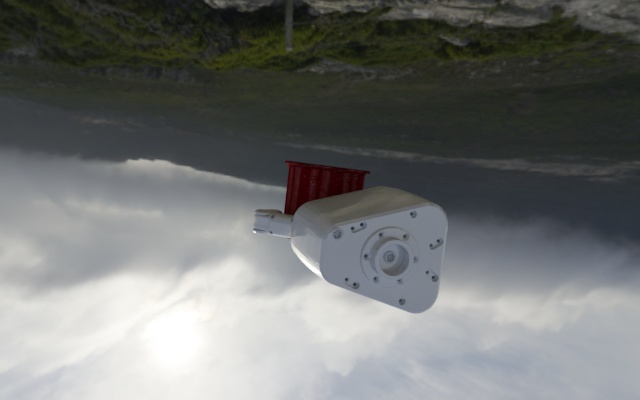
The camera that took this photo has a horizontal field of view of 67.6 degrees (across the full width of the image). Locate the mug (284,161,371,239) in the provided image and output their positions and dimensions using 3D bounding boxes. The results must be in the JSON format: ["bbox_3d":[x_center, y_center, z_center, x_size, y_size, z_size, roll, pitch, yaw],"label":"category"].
[{"bbox_3d":[0.000,0.002,0.528,0.093,0.081,0.117,6,5,-14],"label":"mug"}]
